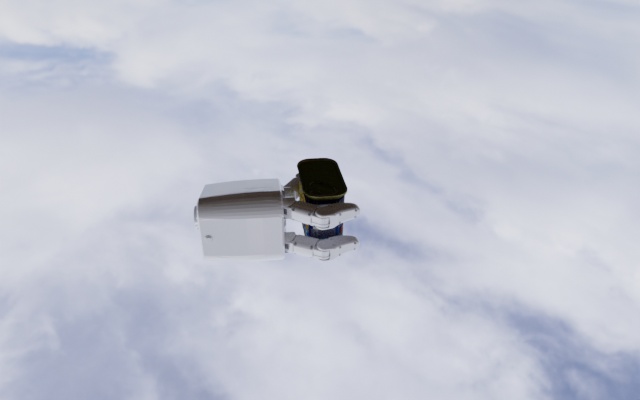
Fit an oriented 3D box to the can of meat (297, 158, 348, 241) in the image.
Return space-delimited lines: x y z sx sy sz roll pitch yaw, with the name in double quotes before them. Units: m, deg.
"can of meat" 0.000 0.002 0.655 0.057 0.084 0.102 -4 33 -9
